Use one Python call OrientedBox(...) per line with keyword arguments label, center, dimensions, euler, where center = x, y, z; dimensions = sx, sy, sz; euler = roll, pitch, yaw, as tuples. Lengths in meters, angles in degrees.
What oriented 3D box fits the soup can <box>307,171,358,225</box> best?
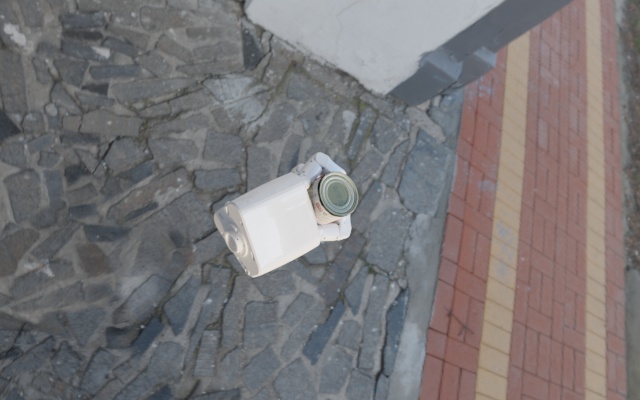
OrientedBox(label="soup can", center=(0.001, 0.002, 0.705), dimensions=(0.068, 0.068, 0.102), euler=(0, -14, -32))
